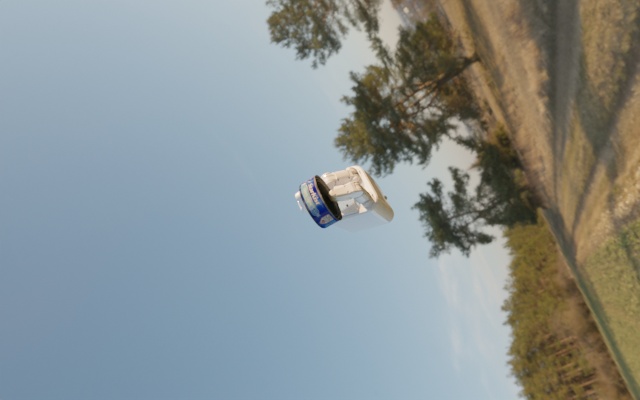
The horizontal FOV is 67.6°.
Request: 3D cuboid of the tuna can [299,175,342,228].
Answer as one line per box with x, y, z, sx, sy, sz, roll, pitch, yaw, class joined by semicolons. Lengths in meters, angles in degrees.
0.000;0.003;0.793;0.034;0.086;0.086;-30;-8;13;tuna can
